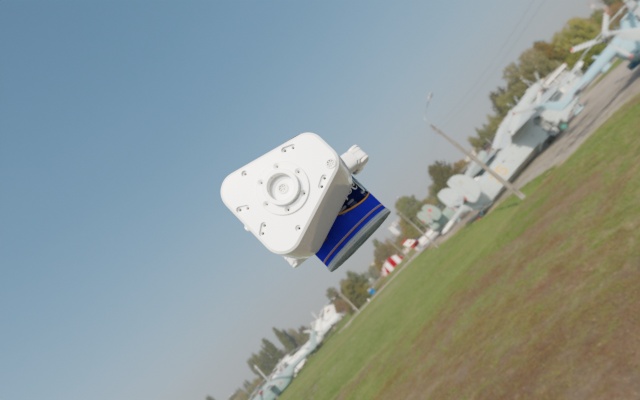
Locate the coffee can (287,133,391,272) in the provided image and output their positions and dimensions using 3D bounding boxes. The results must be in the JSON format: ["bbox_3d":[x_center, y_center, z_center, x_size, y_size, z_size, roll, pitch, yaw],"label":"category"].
[{"bbox_3d":[0.000,0.002,0.584,0.140,0.103,0.103,44,10,11],"label":"coffee can"}]
